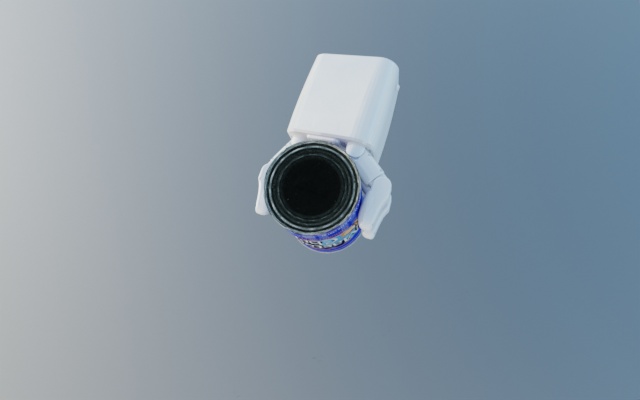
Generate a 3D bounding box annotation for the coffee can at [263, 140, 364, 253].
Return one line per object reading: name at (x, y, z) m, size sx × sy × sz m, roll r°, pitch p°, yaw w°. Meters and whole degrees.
coffee can at (0.000, 0.002, 0.559) m, size 0.103 × 0.102 × 0.140 m, roll 0°, pitch -13°, yaw 8°
